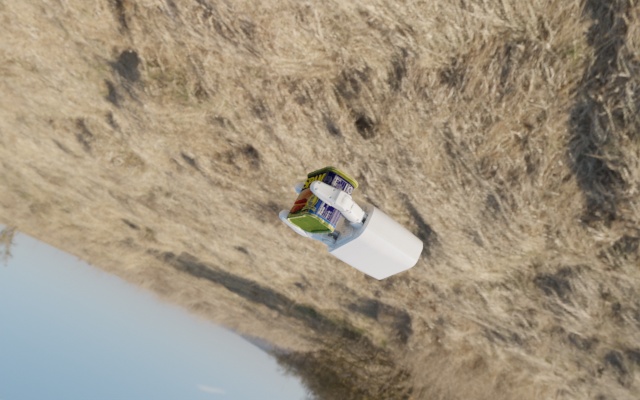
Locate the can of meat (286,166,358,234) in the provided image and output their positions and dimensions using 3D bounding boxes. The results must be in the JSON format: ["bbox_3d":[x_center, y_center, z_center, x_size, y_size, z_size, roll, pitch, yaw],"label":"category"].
[{"bbox_3d":[0.000,0.003,0.730,0.057,0.084,0.102,34,-19,-20],"label":"can of meat"}]
